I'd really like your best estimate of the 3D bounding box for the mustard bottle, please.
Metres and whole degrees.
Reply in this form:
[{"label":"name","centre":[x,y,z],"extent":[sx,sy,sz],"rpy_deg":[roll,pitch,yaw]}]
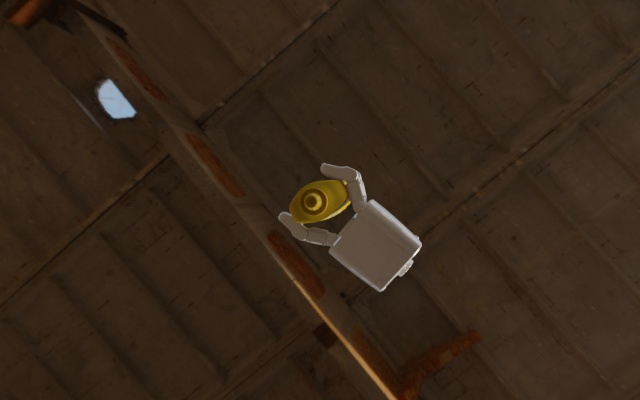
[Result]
[{"label":"mustard bottle","centre":[0.000,0.002,0.762],"extent":[0.096,0.058,0.191],"rpy_deg":[-26,-3,7]}]
